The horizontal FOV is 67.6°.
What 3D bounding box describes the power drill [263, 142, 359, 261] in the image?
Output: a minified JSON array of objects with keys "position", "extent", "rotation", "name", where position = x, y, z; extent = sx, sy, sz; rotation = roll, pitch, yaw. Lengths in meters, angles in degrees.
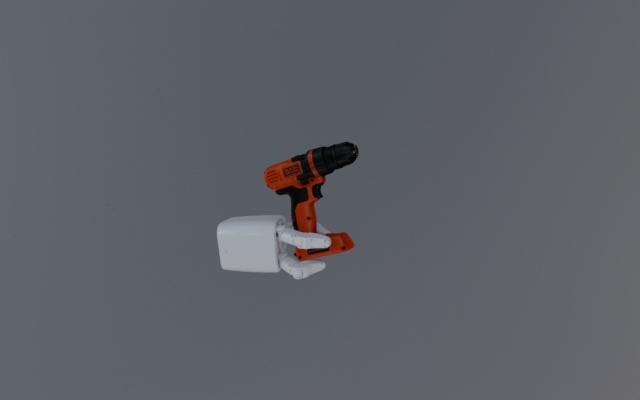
[{"position":[0.000,0.003,0.844],"extent":[0.184,0.187,0.057],"rotation":[-16,-3,26],"name":"power drill"}]
